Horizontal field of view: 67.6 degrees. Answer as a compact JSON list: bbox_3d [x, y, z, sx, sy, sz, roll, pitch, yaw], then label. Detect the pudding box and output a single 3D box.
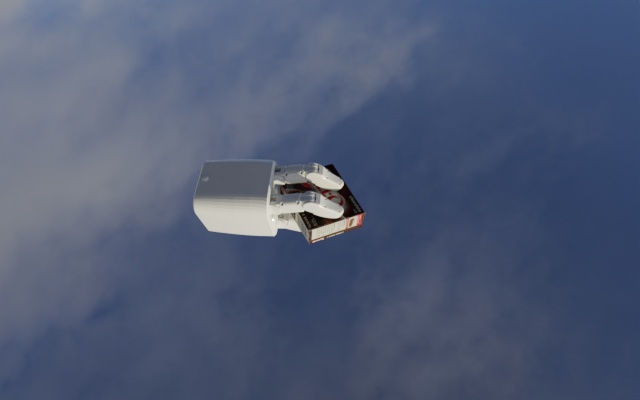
[{"bbox_3d":[0.000,0.002,0.708,0.090,0.113,0.039,-17,-36,-18],"label":"pudding box"}]
